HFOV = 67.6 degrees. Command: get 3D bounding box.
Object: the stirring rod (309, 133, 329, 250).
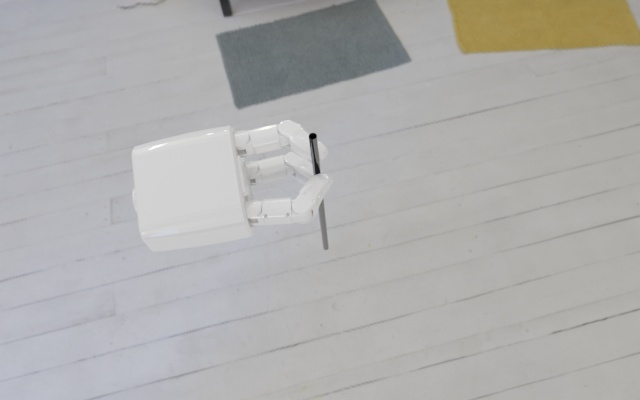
[{"bbox_3d":[0.000,0.002,0.555,0.011,0.011,0.240,0,-31,4],"label":"stirring rod"}]
